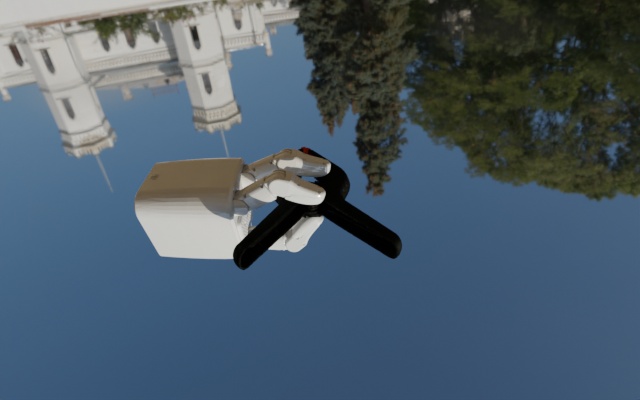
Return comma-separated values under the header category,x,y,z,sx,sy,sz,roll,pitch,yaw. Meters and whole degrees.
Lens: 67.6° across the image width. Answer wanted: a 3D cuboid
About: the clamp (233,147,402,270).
category,x,y,z,sx,sy,sz,roll,pitch,yaw
clamp,0.000,0.002,0.536,0.164,0.036,0.209,1,35,1
